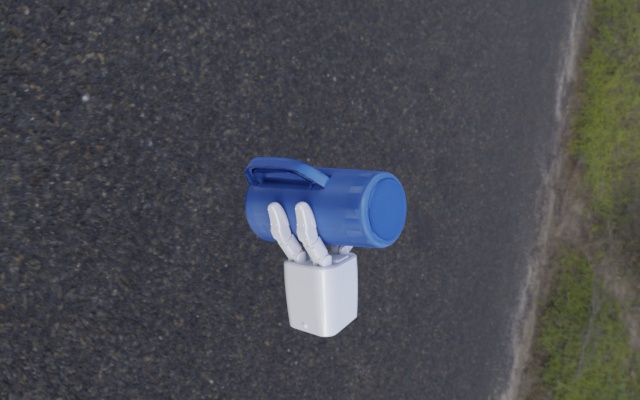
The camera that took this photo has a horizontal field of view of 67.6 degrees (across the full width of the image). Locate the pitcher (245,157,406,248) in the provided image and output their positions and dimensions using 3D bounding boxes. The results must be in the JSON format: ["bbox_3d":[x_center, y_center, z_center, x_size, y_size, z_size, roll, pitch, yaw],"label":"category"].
[{"bbox_3d":[0.000,0.003,0.736,0.243,0.145,0.149,3,7,43],"label":"pitcher"}]
